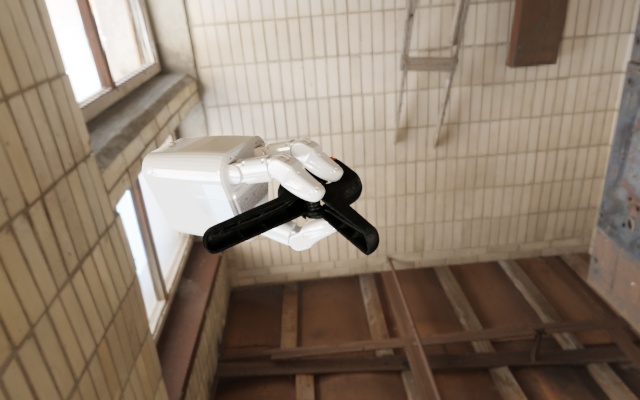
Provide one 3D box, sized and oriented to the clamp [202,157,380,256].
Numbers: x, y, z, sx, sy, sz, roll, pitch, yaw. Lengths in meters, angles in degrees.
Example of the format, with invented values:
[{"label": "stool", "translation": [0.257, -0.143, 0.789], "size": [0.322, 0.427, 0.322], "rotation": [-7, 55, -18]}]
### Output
[{"label": "clamp", "translation": [0.000, 0.002, 0.498], "size": [0.164, 0.036, 0.210], "rotation": [3, 25, 22]}]
